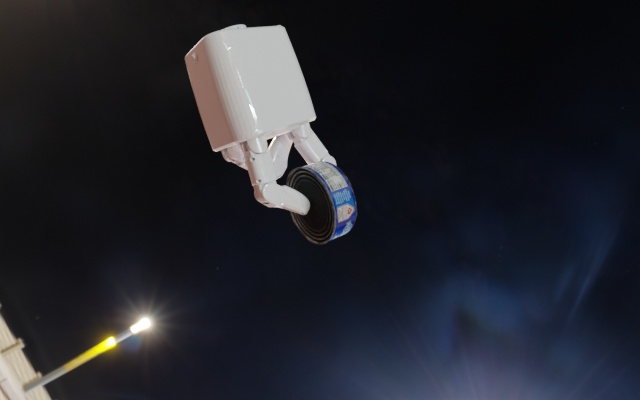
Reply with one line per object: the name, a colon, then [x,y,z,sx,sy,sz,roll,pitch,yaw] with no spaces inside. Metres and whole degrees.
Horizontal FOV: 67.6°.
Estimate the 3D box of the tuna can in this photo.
tuna can: [0.001,0.002,0.515,0.033,0.086,0.086,-20,11,-33]
